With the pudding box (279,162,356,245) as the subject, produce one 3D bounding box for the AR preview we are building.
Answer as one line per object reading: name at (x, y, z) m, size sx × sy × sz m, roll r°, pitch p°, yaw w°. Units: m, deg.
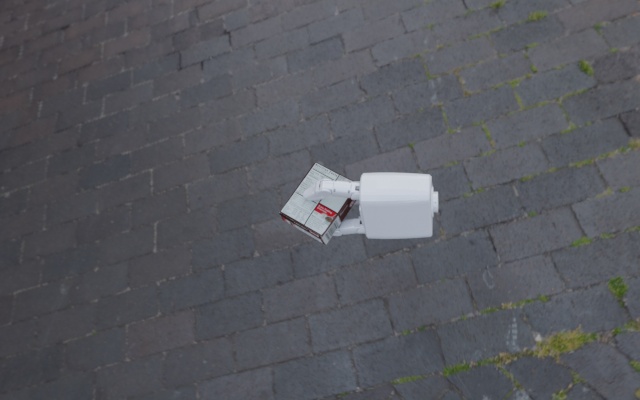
pudding box at (0.000, 0.003, 0.790) m, size 0.090 × 0.113 × 0.039 m, roll 29°, pitch -18°, yaw 23°
